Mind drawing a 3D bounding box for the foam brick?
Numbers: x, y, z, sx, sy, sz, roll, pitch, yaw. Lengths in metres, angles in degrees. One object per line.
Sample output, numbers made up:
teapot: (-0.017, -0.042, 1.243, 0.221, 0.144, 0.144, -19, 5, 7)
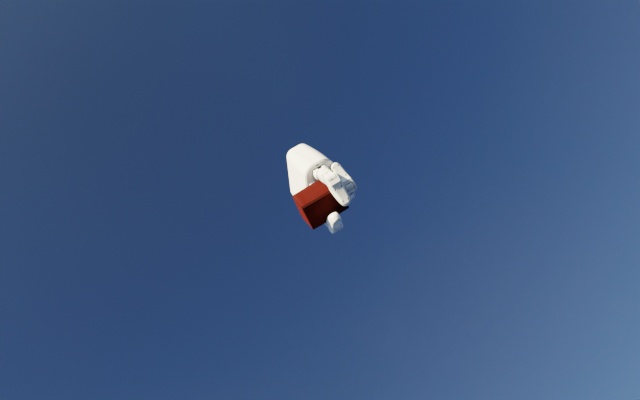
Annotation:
foam brick: (0.000, 0.003, 0.830, 0.078, 0.053, 0.051, -31, 34, -11)
